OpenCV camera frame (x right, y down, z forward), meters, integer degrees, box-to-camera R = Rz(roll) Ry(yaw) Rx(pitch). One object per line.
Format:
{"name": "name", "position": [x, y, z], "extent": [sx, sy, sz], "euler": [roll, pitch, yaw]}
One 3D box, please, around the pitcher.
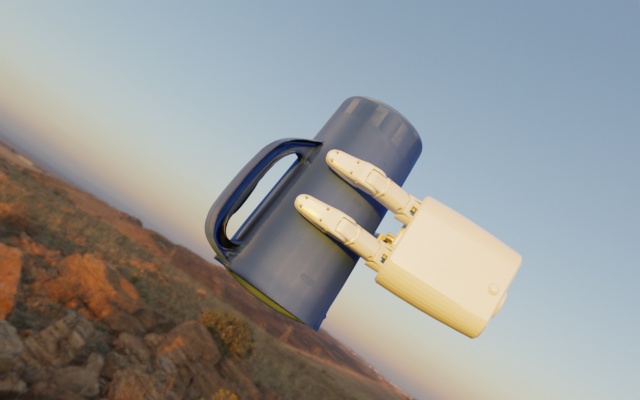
{"name": "pitcher", "position": [0.000, 0.002, 0.516], "extent": [0.145, 0.242, 0.149], "euler": [32, -13, 12]}
